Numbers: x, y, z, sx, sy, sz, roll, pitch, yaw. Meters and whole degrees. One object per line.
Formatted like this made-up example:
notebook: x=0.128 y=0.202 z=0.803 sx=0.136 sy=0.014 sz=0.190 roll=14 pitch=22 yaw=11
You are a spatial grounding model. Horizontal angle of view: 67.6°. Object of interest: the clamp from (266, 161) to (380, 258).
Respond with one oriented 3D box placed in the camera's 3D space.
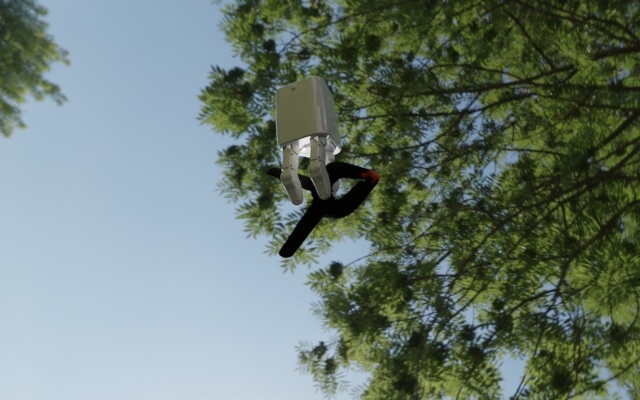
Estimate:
clamp: x=0.001 y=0.002 z=0.789 sx=0.210 sy=0.164 sz=0.036 roll=-13 pitch=-16 yaw=30
